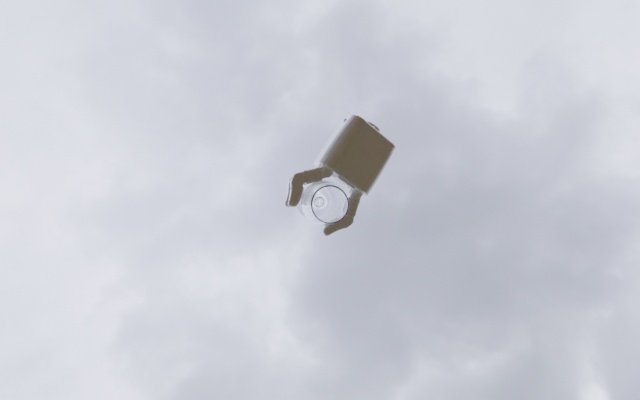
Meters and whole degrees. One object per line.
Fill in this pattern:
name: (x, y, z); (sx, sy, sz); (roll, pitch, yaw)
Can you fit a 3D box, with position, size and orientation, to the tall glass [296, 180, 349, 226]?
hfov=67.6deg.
tall glass: (0.000, 0.003, 0.861); (0.079, 0.079, 0.201); (0, 2, -9)
